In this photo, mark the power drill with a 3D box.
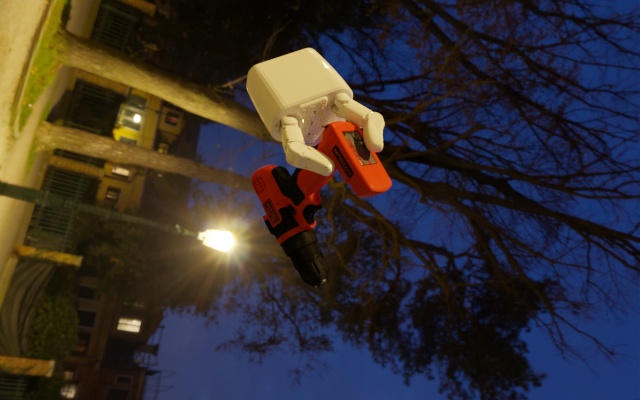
[{"bbox_3d":[0.000,0.002,0.622,0.188,0.184,0.057,-38,-14,36],"label":"power drill"}]
